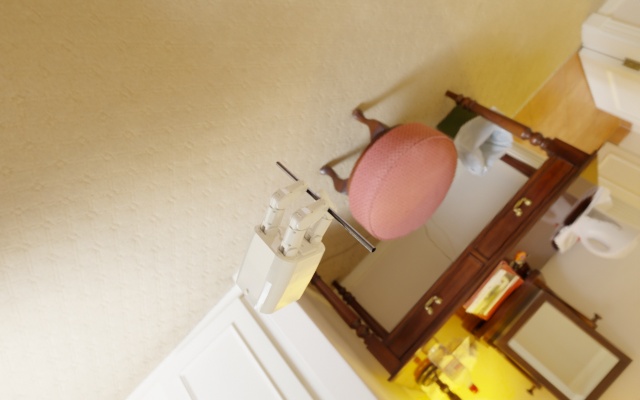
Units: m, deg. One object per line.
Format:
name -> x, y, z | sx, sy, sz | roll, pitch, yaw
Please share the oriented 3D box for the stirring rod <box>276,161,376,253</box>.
stirring rod -> 0.000, 0.002, 0.704 | 0.011, 0.011, 0.239 | 0, 32, -43
